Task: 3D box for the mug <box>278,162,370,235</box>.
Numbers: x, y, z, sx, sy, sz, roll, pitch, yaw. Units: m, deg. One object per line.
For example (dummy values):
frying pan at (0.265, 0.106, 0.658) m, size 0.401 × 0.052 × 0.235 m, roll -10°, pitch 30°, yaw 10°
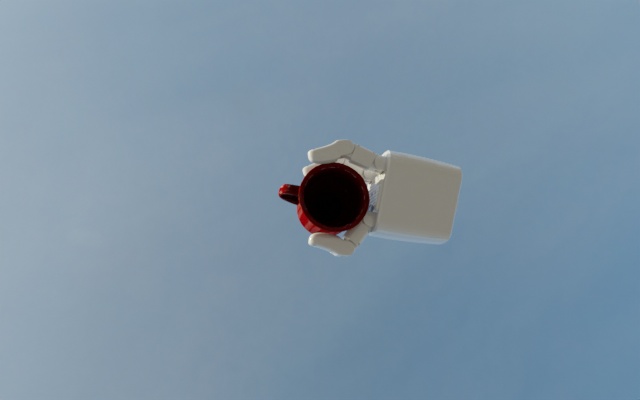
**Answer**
mug at (-0.001, 0.002, 0.650) m, size 0.117 × 0.093 × 0.081 m, roll 11°, pitch -15°, yaw -7°
